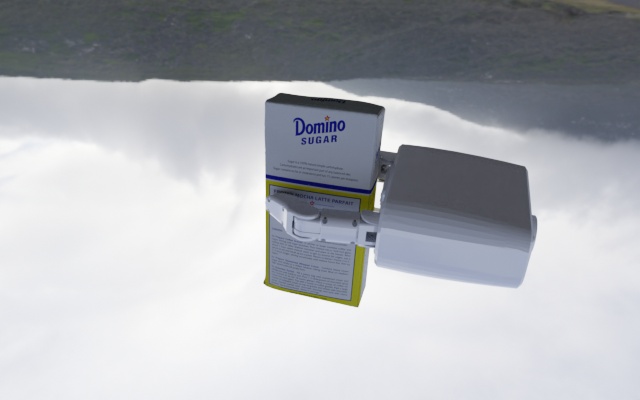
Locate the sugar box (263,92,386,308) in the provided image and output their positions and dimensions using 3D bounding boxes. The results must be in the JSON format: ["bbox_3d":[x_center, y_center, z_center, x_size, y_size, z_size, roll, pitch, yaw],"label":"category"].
[{"bbox_3d":[0.000,0.001,0.413,0.093,0.176,0.048,10,23,12],"label":"sugar box"}]
